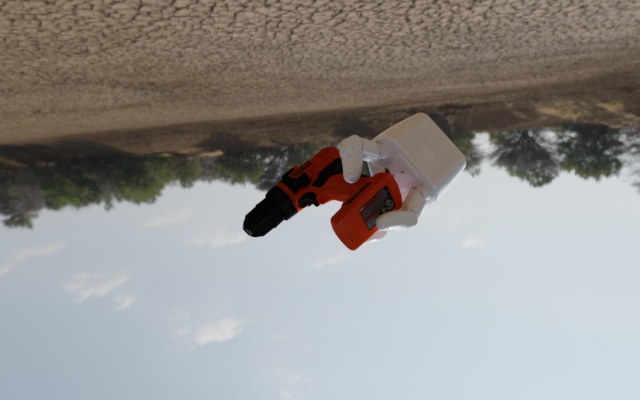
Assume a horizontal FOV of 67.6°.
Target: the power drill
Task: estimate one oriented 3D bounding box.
[{"bbox_3d":[0.001,0.002,0.637,0.184,0.057,0.187,-42,34,-18],"label":"power drill"}]
